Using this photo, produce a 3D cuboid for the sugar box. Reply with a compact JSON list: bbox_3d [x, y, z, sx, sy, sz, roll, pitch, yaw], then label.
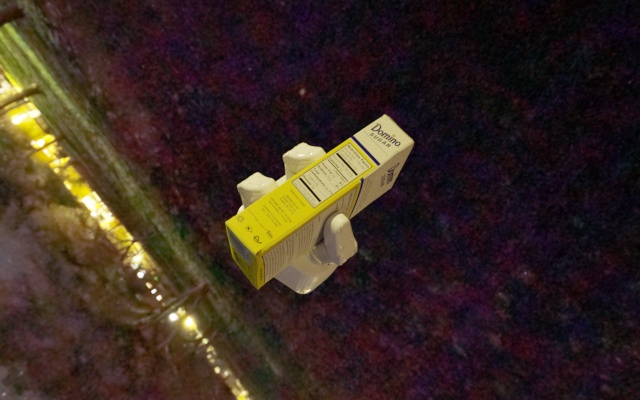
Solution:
[{"bbox_3d":[0.000,0.001,0.436,0.176,0.048,0.093,-38,-16,-21],"label":"sugar box"}]
